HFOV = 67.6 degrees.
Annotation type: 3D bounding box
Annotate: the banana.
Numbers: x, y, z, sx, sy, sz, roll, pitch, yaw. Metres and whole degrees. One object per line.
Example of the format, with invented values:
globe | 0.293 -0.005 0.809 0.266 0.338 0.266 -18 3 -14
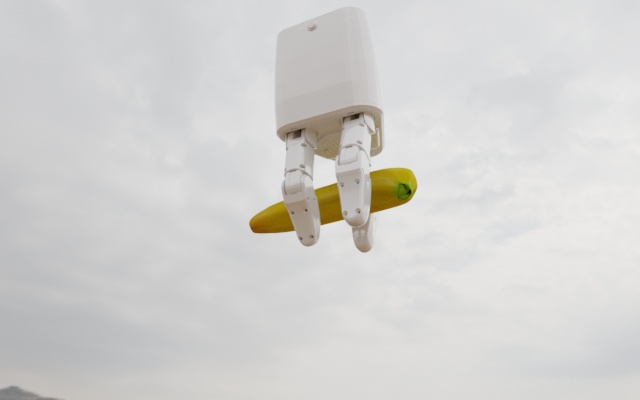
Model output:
banana | 0.015 0.000 0.439 0.069 0.037 0.198 -3 -10 -45
